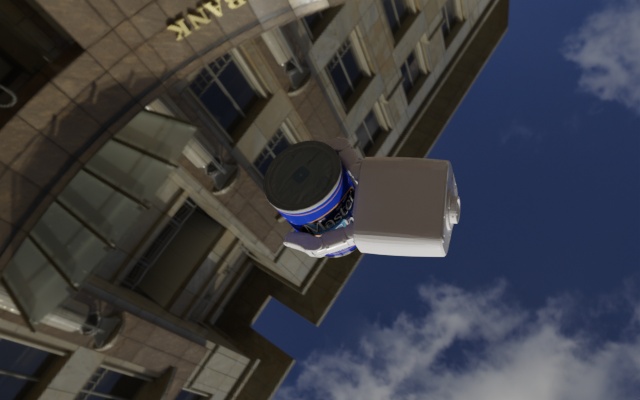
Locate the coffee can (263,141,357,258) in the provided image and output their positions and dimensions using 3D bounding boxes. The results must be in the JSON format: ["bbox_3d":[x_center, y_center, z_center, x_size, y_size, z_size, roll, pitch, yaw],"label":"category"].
[{"bbox_3d":[0.000,0.002,0.639,0.103,0.102,0.140,0,-29,24],"label":"coffee can"}]
